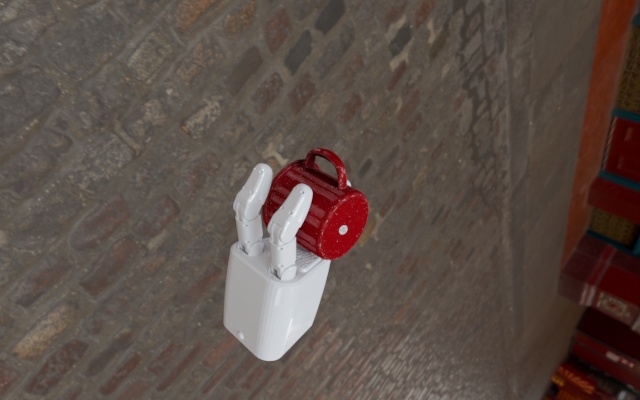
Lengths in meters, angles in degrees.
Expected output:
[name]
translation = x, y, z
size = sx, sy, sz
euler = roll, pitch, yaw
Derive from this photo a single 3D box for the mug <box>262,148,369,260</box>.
[mug]
translation = 0.001, 0.000, 0.514
size = 0.081, 0.117, 0.093
euler = 30, 29, 34
